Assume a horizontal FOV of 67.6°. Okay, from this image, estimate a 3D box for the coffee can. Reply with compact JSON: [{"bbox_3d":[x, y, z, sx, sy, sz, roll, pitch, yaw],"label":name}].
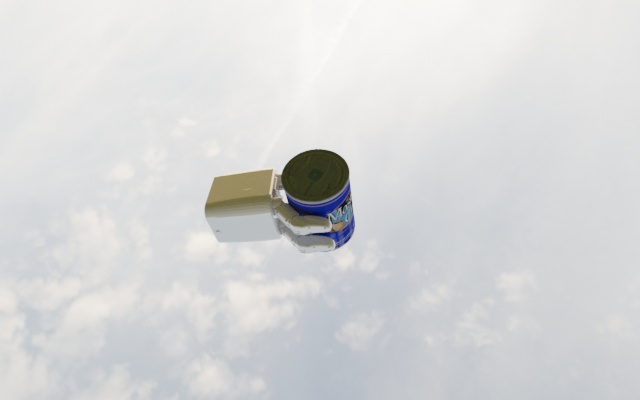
[{"bbox_3d":[0.000,0.002,0.760,0.103,0.102,0.140,0,-37,9],"label":"coffee can"}]
